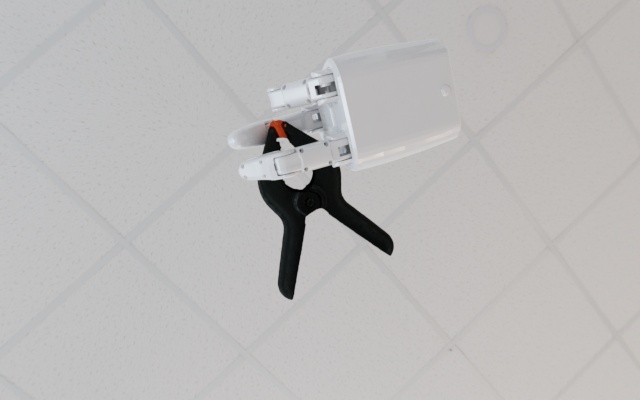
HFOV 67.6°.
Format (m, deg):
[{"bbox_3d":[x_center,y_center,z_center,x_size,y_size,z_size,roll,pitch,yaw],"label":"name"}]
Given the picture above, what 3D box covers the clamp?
[{"bbox_3d":[0.000,0.001,0.458,0.120,0.171,0.039,-16,12,-11],"label":"clamp"}]
